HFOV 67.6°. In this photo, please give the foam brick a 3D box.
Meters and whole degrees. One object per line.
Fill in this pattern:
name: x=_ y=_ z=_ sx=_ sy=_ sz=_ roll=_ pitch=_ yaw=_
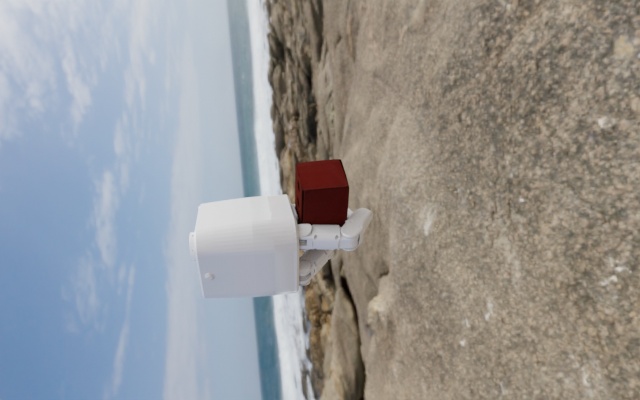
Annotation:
foam brick: x=0.000 y=0.001 z=0.525 sx=0.051 sy=0.078 sz=0.053 roll=-4 pitch=38 yaw=-8
